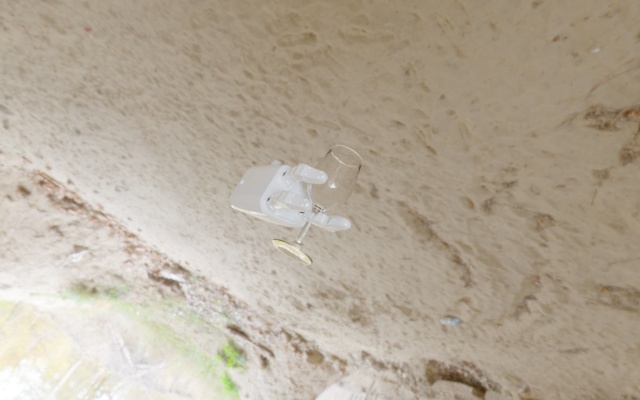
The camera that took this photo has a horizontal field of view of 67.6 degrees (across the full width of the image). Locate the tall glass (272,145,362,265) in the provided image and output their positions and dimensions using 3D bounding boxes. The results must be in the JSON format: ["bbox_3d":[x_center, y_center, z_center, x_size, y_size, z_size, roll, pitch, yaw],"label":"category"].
[{"bbox_3d":[0.000,0.003,0.799,0.079,0.201,0.079,26,-22,11],"label":"tall glass"}]
